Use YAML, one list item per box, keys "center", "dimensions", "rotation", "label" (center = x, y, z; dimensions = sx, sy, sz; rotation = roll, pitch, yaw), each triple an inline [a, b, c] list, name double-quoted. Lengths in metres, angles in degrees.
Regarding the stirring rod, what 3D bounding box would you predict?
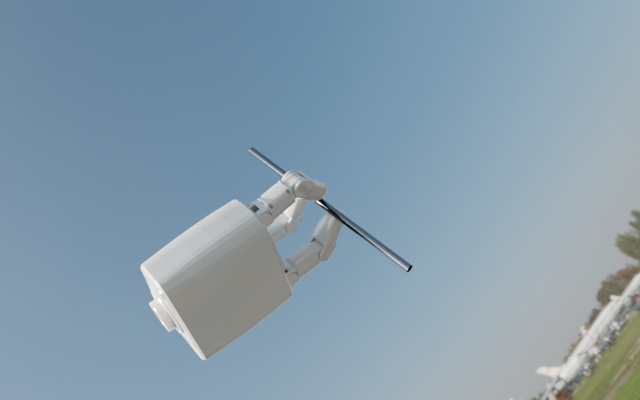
- center: [0.000, 0.002, 0.501]
  dimensions: [0.239, 0.011, 0.011]
  rotation: [37, 22, 32]
  label: "stirring rod"
